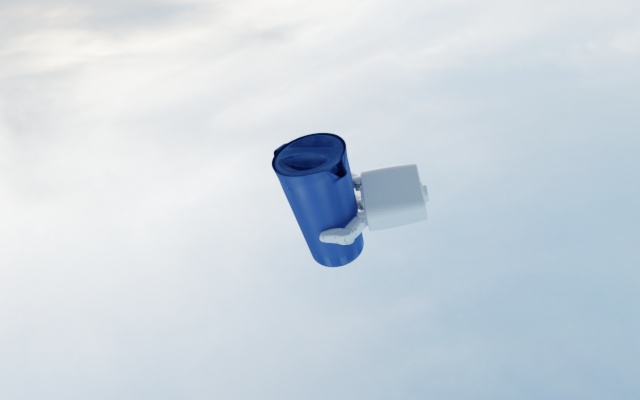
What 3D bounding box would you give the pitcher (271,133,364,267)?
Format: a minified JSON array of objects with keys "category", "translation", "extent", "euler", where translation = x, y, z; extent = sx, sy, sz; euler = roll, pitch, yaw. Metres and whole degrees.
[{"category":"pitcher","translation":[0.000,0.003,0.892],"extent":[0.145,0.243,0.149],"euler":[-10,37,9]}]
